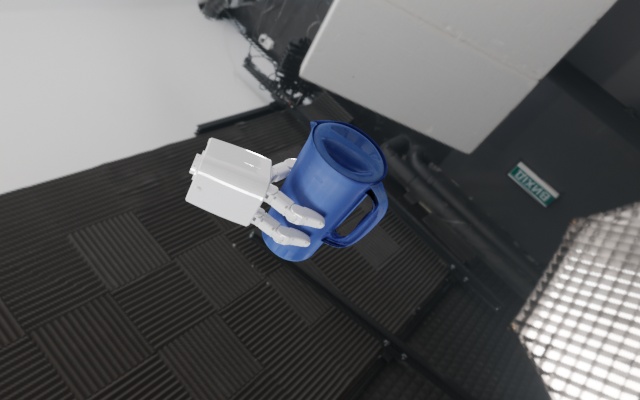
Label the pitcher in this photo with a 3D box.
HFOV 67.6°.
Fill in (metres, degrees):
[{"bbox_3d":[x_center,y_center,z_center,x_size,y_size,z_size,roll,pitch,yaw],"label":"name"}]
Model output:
[{"bbox_3d":[0.000,0.002,0.793,0.145,0.149,0.243,21,-48,-17],"label":"pitcher"}]
